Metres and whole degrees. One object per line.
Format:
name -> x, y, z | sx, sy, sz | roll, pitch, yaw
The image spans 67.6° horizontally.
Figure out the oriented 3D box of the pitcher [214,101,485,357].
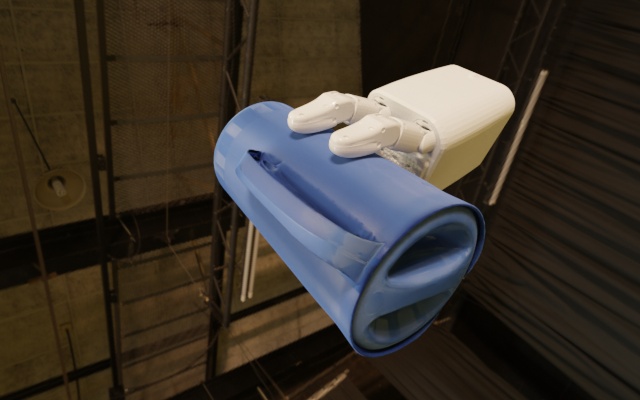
pitcher -> 0.000, 0.001, 0.407 | 0.145, 0.149, 0.242 | -27, 45, -25
